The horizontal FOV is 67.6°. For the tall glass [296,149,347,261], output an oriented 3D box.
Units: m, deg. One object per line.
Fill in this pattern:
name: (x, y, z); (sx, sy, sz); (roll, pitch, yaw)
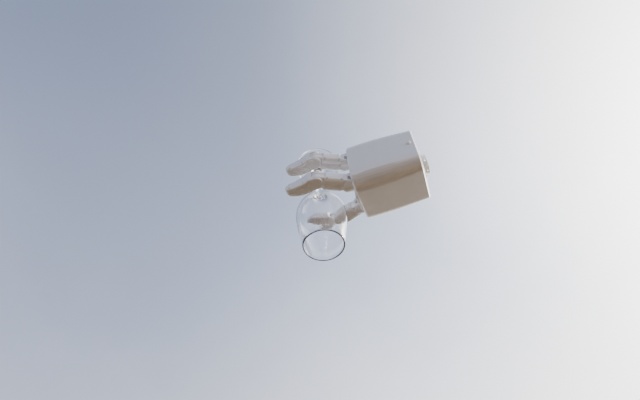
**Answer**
tall glass: (0.000, 0.002, 0.754); (0.079, 0.079, 0.200); (0, 39, -3)
